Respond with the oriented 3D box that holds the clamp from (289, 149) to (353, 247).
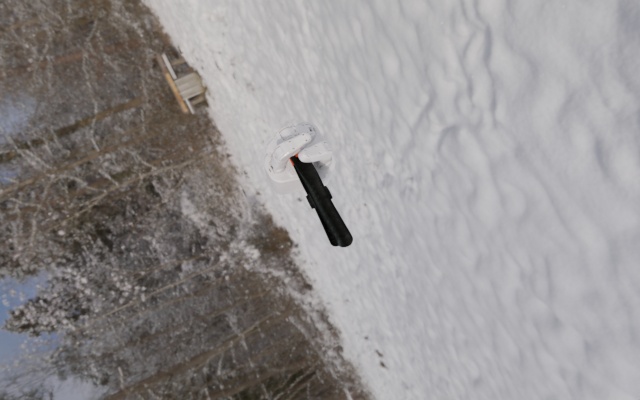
[{"bbox_3d":[-0.001,0.003,0.750,0.039,0.171,0.120,-23,-11,-12],"label":"clamp"}]
